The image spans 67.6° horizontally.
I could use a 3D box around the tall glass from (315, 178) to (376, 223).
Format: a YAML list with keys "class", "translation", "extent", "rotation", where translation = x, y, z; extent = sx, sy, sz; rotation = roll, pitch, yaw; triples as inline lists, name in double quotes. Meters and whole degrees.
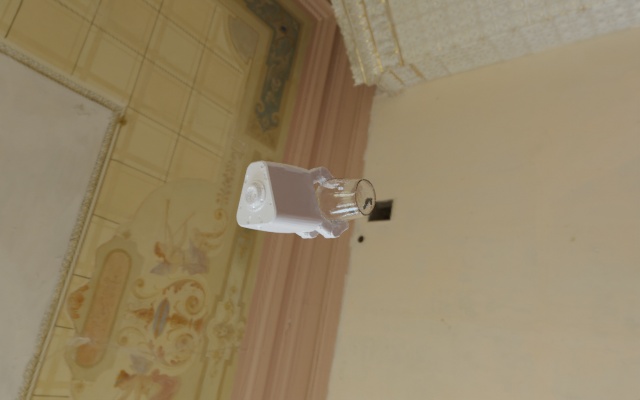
- class: "tall glass"
  translation: [0.000, 0.003, 0.865]
  extent: [0.201, 0.079, 0.079]
  rotation: [-6, -4, 39]
